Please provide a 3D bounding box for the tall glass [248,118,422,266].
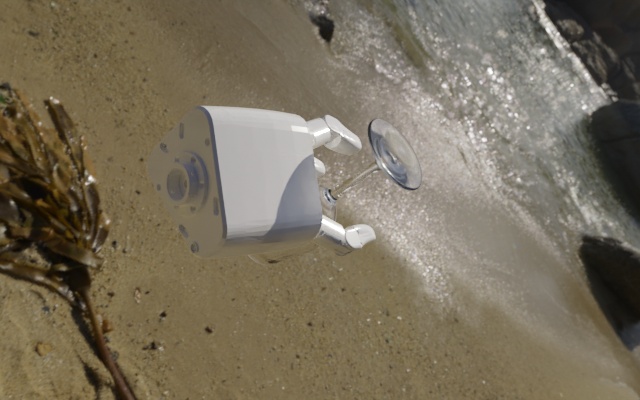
[{"bbox_3d":[0.001,0.001,0.487,0.201,0.079,0.079,-33,-21,35],"label":"tall glass"}]
